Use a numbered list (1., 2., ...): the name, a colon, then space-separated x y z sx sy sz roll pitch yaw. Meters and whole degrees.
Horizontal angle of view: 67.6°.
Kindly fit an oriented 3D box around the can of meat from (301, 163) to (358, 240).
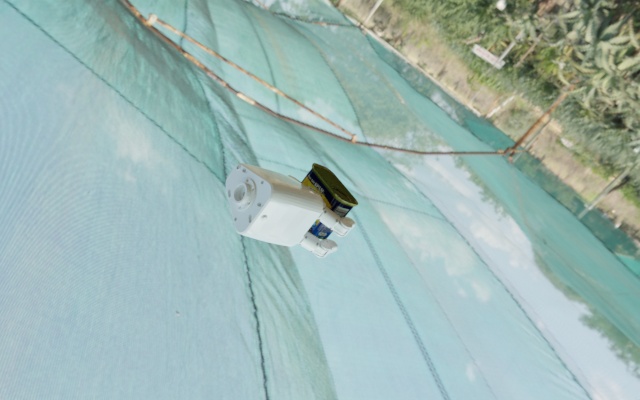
1. can of meat: 0.000 0.003 0.797 0.057 0.084 0.102 15 30 -50
